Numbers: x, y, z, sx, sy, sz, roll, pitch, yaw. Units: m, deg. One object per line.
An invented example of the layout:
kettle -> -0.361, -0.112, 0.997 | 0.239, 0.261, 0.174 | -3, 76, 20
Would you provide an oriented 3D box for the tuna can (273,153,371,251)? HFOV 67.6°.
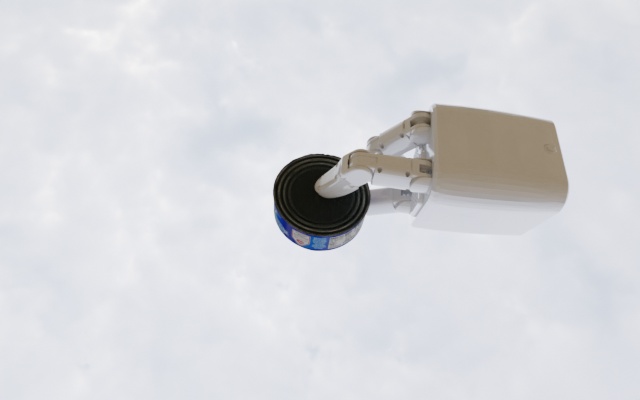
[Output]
tuna can -> 0.000, 0.002, 0.430 | 0.086, 0.086, 0.034 | 0, -32, -6
